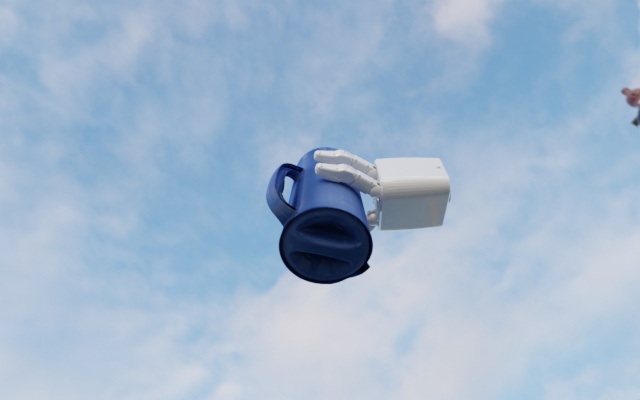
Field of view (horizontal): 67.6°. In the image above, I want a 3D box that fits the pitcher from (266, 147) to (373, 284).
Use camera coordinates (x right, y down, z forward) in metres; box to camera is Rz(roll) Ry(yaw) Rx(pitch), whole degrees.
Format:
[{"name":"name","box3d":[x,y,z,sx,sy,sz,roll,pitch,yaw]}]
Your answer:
[{"name":"pitcher","box3d":[0.000,0.003,0.763,0.145,0.149,0.242,-4,30,2]}]
